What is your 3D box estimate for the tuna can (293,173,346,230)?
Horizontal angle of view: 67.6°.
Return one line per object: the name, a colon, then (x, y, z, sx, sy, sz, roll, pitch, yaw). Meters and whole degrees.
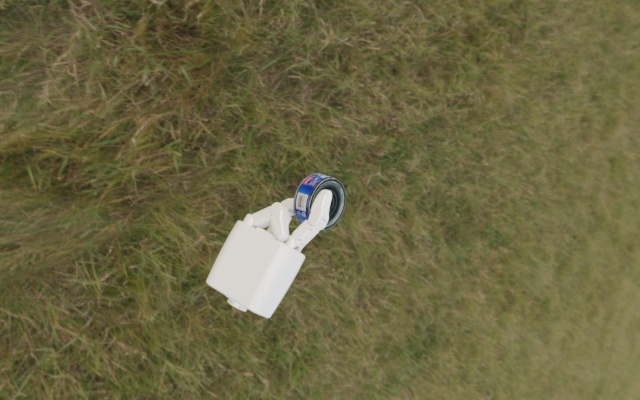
tuna can: (0.001, 0.002, 0.744, 0.033, 0.086, 0.086, 17, 11, 42)
